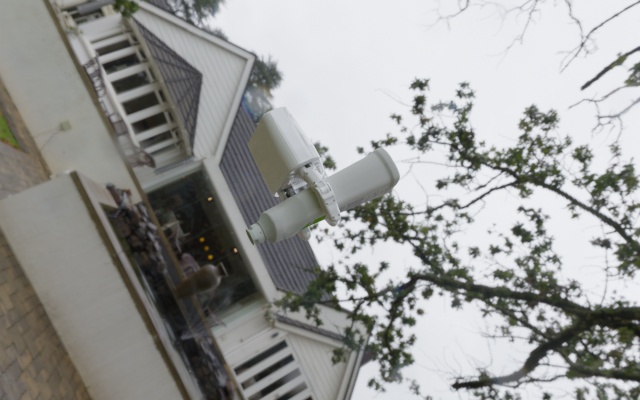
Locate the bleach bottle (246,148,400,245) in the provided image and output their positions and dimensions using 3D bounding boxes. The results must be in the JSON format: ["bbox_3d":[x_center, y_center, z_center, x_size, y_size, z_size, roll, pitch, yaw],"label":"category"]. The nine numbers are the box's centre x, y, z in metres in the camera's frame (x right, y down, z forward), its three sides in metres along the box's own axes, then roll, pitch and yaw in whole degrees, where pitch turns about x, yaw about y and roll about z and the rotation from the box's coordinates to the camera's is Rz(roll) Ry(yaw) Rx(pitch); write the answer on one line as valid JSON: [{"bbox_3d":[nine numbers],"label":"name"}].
[{"bbox_3d":[0.000,0.003,0.765,0.251,0.068,0.103,-26,-12,-18],"label":"bleach bottle"}]
